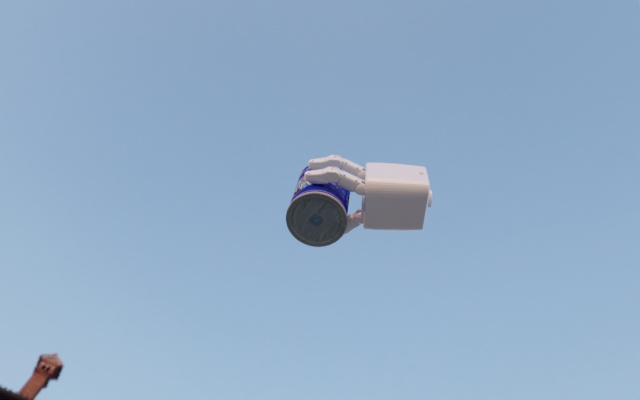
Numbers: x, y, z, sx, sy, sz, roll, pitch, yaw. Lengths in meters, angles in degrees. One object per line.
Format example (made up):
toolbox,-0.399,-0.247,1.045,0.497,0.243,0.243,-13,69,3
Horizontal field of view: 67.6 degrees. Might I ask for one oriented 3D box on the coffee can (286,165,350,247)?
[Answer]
coffee can,0.000,0.003,0.850,0.103,0.103,0.140,0,27,7
